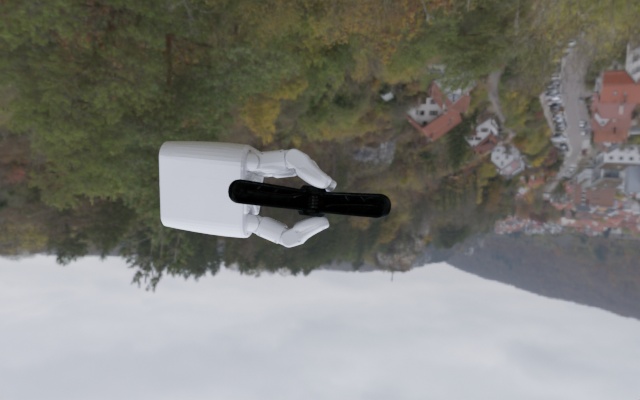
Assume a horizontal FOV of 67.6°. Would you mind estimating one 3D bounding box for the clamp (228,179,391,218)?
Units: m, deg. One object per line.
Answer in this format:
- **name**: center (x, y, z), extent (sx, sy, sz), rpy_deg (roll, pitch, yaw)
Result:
- **clamp**: center (0.000, 0.003, 0.566), extent (0.164, 0.036, 0.210), rpy_deg (7, -1, 8)
